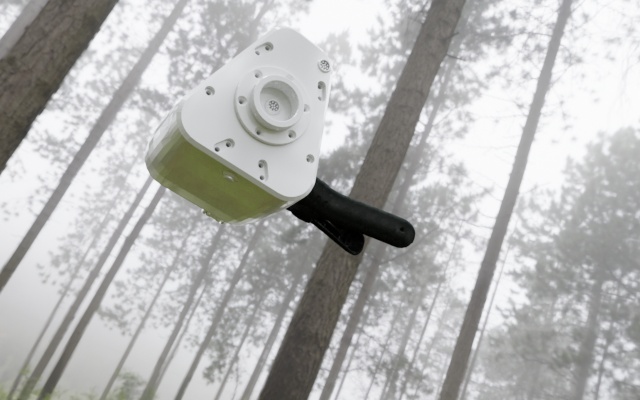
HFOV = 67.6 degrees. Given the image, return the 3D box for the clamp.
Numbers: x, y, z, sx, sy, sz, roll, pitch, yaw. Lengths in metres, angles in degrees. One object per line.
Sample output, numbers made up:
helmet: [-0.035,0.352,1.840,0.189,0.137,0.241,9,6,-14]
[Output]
clamp: [0.000,0.001,0.428,0.171,0.039,0.120,32,-24,-21]
